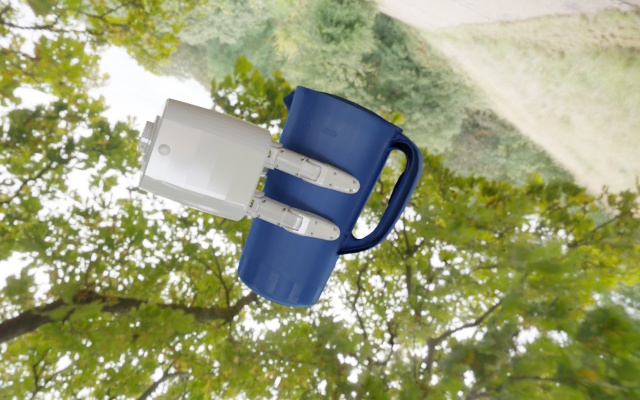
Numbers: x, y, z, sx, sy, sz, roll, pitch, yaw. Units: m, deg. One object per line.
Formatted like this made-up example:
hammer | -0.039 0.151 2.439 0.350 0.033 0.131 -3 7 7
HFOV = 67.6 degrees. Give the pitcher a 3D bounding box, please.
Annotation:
pitcher | 0.000 0.002 0.563 0.145 0.243 0.149 18 9 -25
